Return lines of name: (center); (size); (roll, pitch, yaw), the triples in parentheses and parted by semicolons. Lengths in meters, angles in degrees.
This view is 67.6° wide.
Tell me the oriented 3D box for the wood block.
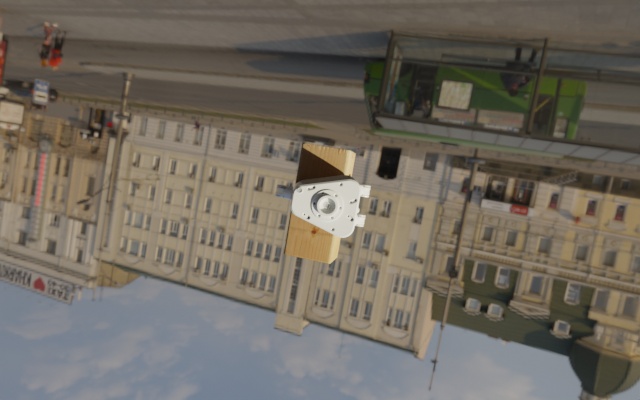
wood block: (0.000, 0.003, 0.896); (0.091, 0.206, 0.090); (11, 4, 10)
